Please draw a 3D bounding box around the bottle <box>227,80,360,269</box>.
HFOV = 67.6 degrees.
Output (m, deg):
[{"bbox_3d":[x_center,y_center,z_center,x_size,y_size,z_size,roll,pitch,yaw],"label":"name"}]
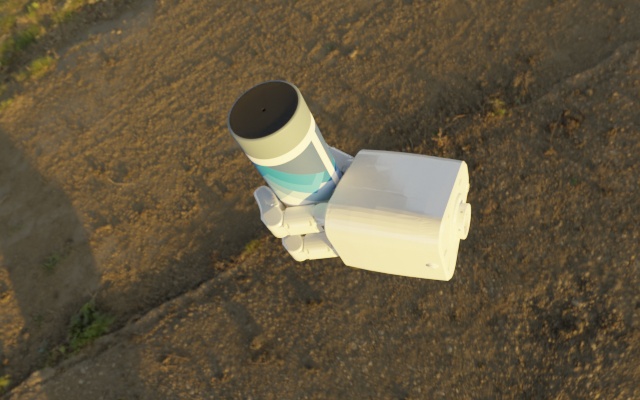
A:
[{"bbox_3d":[0.000,0.002,0.508,0.069,0.069,0.296,0,-31,22],"label":"bottle"}]
